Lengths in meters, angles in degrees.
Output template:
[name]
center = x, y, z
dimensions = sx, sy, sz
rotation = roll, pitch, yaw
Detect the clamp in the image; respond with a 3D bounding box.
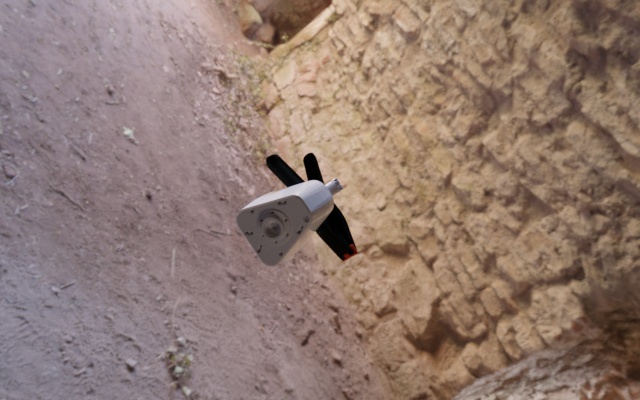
[clamp]
center = 0.001, 0.003, 0.812
dimensions = 0.036, 0.210, 0.164
rotation = -33, 1, 23
